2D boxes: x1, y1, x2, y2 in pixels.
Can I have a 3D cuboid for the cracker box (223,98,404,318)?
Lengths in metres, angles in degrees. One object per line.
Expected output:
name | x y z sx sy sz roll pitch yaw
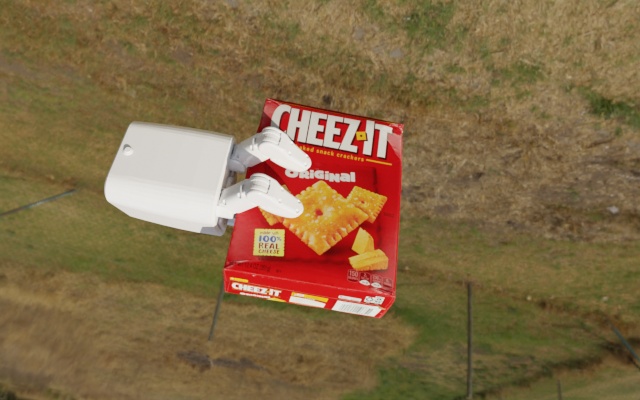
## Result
cracker box | 0.000 0.002 0.510 0.164 0.213 0.072 11 -30 -4
